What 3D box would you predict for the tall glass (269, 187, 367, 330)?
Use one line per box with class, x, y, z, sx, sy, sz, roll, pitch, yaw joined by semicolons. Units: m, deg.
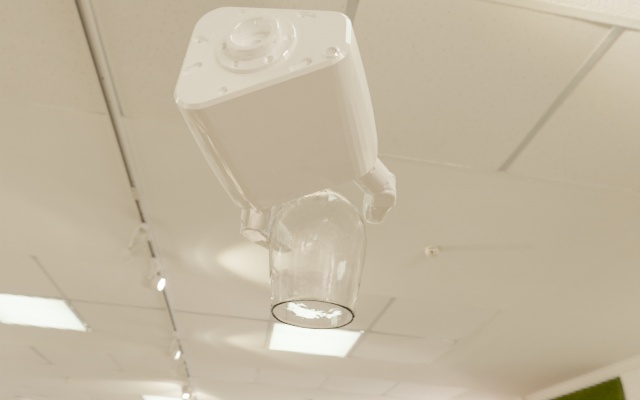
tall glass;0.000;0.001;0.403;0.079;0.201;0.079;3;-33;2
